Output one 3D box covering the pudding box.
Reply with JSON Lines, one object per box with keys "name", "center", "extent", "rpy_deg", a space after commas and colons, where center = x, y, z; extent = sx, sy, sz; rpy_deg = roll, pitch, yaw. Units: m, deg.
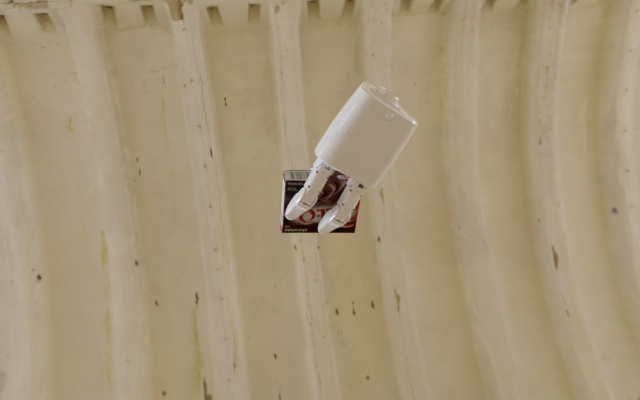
{"name": "pudding box", "center": [0.000, 0.002, 0.692], "extent": [0.113, 0.090, 0.039], "rpy_deg": [2, 31, -8]}
